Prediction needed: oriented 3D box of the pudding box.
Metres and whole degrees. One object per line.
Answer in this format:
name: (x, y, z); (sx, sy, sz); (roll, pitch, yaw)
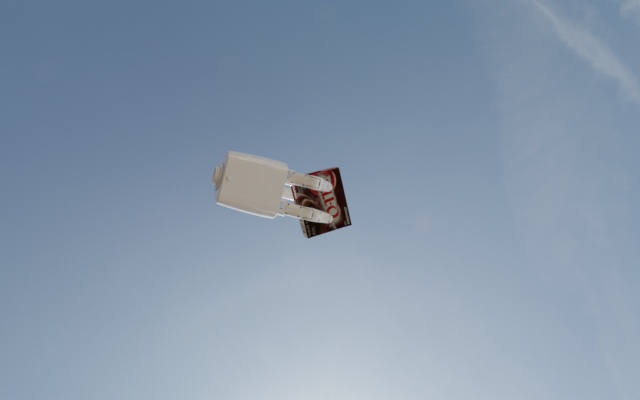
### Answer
pudding box: (0.000, 0.003, 0.872); (0.090, 0.113, 0.039); (-16, 10, -18)
